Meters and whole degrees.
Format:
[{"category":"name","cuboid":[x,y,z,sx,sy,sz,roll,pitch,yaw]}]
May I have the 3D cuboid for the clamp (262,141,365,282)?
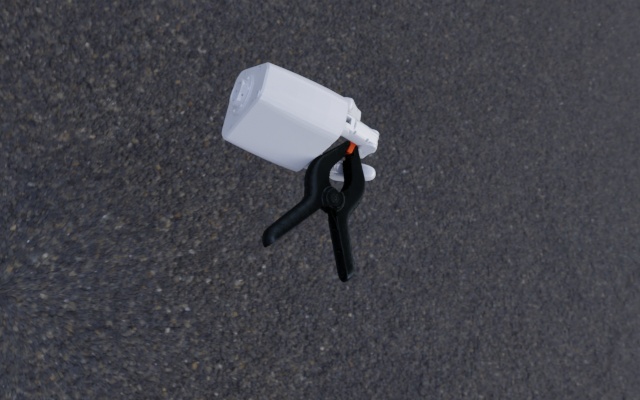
[{"category":"clamp","cuboid":[0.001,0.002,0.571,0.120,0.171,0.039,20,-20,-28]}]
